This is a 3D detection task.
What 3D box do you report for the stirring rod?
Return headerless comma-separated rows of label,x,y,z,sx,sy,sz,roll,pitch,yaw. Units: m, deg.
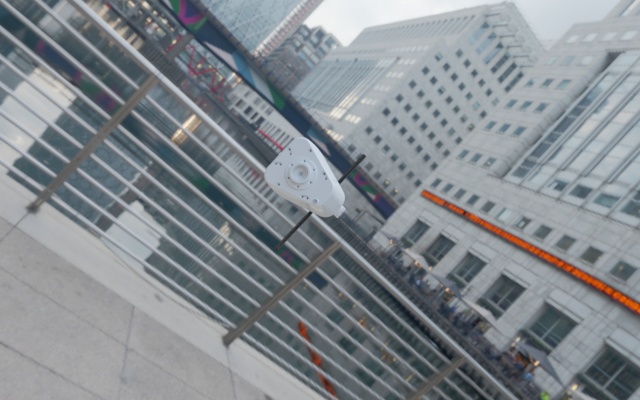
stirring rod,0.000,0.003,0.891,0.011,0.239,0.011,43,0,0
